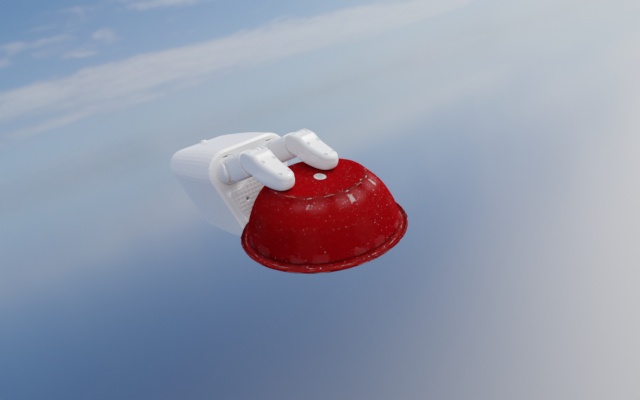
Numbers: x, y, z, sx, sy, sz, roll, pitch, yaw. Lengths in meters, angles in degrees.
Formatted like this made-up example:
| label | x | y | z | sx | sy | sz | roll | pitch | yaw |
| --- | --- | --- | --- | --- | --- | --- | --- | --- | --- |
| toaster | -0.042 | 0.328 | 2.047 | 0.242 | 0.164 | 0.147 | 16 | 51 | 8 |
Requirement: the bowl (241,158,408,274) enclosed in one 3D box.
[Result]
| label | x | y | z | sx | sy | sz | roll | pitch | yaw |
| --- | --- | --- | --- | --- | --- | --- | --- | --- | --- |
| bowl | 0.001 | 0.001 | 0.452 | 0.162 | 0.055 | 0.162 | -6 | 26 | 3 |
